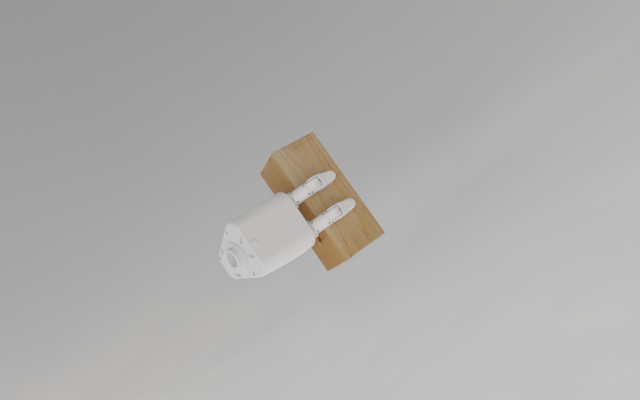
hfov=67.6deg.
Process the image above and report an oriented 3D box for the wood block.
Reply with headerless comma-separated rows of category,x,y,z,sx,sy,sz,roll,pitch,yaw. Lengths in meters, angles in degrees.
wood block,0.000,0.003,0.805,0.090,0.206,0.091,-32,-6,-28
